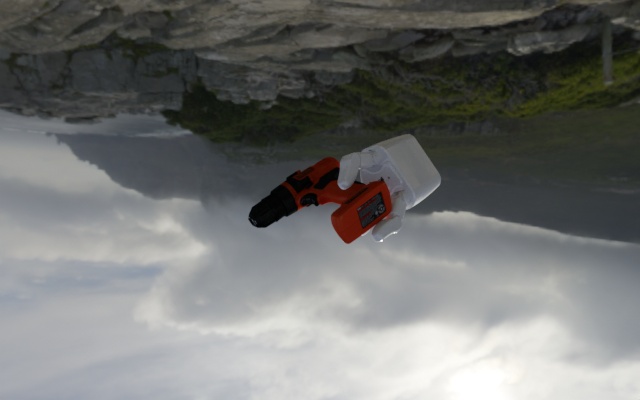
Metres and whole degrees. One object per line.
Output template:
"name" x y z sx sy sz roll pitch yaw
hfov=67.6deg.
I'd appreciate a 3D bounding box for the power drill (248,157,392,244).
"power drill" 0.001 0.002 0.732 0.184 0.057 0.187 -36 34 -23
